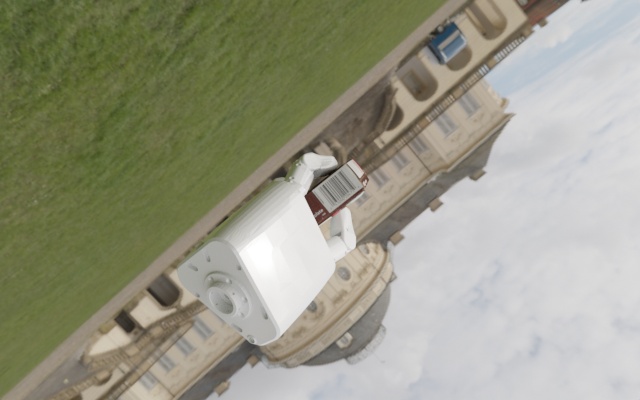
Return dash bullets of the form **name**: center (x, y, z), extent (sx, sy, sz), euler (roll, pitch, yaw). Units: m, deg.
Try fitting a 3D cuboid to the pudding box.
- **pudding box**: center (0.000, 0.002, 0.541), extent (0.113, 0.039, 0.090), euler (-36, 2, 11)
